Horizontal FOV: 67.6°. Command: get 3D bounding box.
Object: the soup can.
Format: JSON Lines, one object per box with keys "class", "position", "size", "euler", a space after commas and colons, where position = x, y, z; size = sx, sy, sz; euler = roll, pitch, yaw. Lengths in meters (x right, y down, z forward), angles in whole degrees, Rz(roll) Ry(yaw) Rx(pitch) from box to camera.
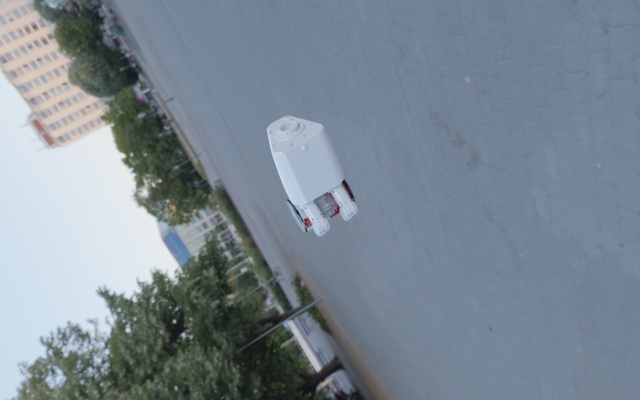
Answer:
{"class": "soup can", "position": [0.000, 0.003, 0.836], "size": [0.102, 0.068, 0.068], "euler": [-31, 6, -11]}
